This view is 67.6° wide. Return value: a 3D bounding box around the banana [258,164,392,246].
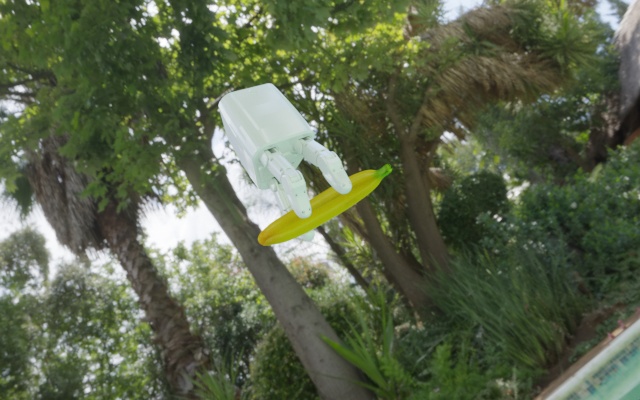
[{"bbox_3d":[0.004,0.006,0.643,0.198,0.037,0.070,-32,-16,-8],"label":"banana"}]
